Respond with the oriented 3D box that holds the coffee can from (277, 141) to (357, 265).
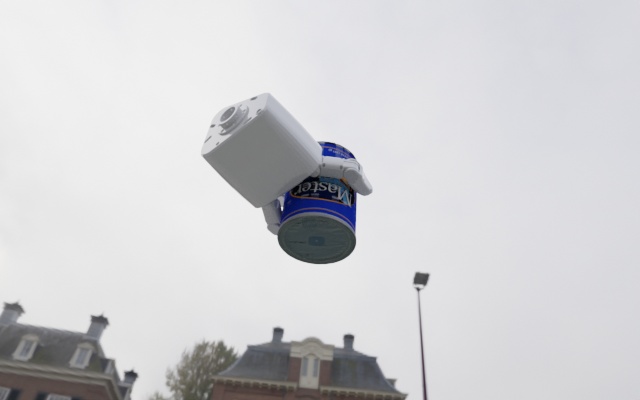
[{"bbox_3d":[0.000,0.002,0.661,0.103,0.140,0.103,3,-42,3],"label":"coffee can"}]
